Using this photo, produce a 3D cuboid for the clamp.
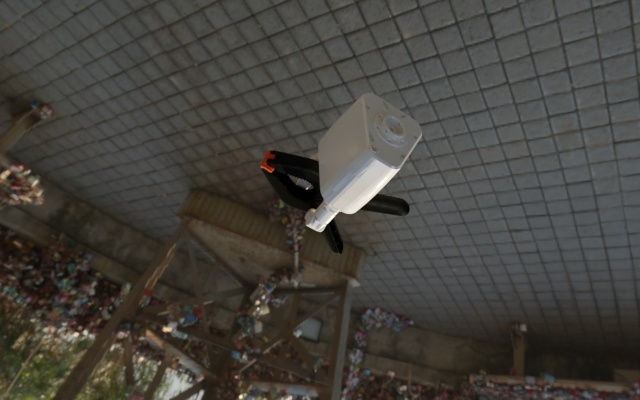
[{"bbox_3d":[0.000,0.002,0.698,0.210,0.036,0.165,29,-44,-14],"label":"clamp"}]
